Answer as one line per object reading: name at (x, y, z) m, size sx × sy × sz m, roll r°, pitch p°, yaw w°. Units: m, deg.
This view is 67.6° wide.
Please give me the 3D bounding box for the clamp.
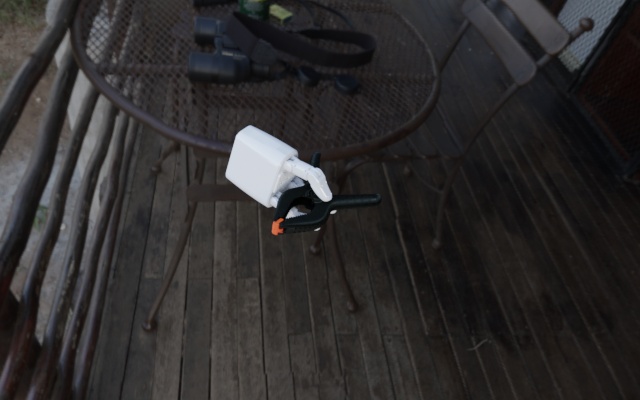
clamp at (0.000, 0.002, 0.847) m, size 0.164 × 0.036 × 0.210 m, roll 31°, pitch 48°, yaw 18°
